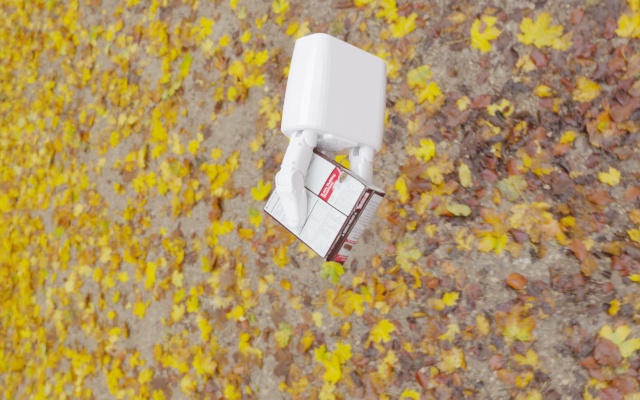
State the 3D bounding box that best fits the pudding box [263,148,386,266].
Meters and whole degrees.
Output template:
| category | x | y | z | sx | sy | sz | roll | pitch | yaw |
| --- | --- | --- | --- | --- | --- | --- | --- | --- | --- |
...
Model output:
| category | x | y | z | sx | sy | sz | roll | pitch | yaw |
| --- | --- | --- | --- | --- | --- | --- | --- | --- | --- |
| pudding box | 0.000 | 0.002 | 0.513 | 0.113 | 0.090 | 0.039 | 36 | 11 | 39 |
